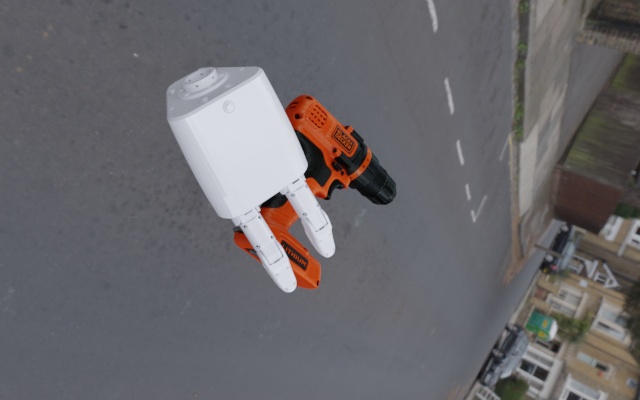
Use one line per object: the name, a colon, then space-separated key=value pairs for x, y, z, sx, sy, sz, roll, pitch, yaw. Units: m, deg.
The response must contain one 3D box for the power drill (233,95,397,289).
power drill: x=0.000 y=0.002 z=0.547 sx=0.184 sy=0.187 sz=0.057 roll=40 pitch=-26 yaw=-28
